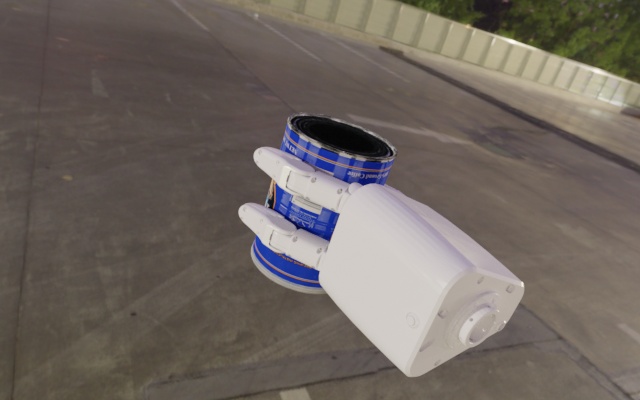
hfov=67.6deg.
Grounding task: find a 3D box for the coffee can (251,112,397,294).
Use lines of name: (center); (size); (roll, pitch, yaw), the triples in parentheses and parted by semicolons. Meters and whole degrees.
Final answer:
coffee can: (0.000, 0.002, 0.453); (0.103, 0.140, 0.102); (15, 24, -7)
